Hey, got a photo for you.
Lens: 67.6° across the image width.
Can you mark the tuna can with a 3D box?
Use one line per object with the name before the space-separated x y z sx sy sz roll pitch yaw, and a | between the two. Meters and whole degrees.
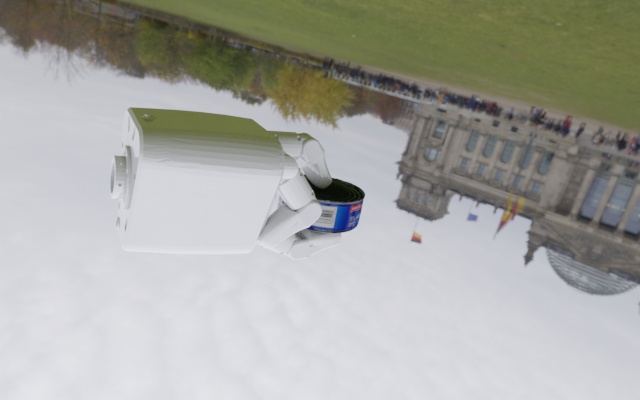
tuna can | 0.000 0.002 0.483 0.086 0.034 0.086 9 18 -3
